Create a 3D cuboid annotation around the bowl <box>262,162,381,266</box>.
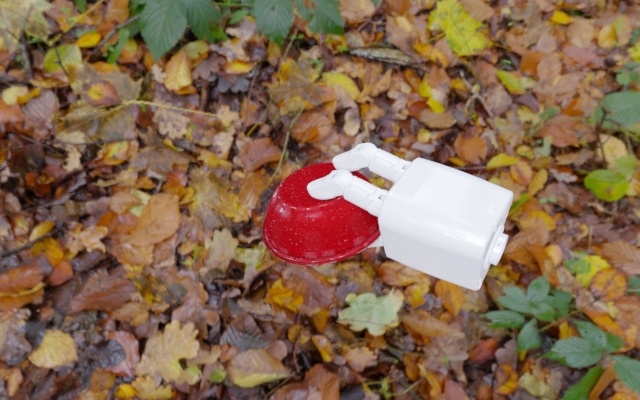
[{"bbox_3d":[-0.001,0.001,0.573,0.162,0.055,0.162,-11,36,8],"label":"bowl"}]
